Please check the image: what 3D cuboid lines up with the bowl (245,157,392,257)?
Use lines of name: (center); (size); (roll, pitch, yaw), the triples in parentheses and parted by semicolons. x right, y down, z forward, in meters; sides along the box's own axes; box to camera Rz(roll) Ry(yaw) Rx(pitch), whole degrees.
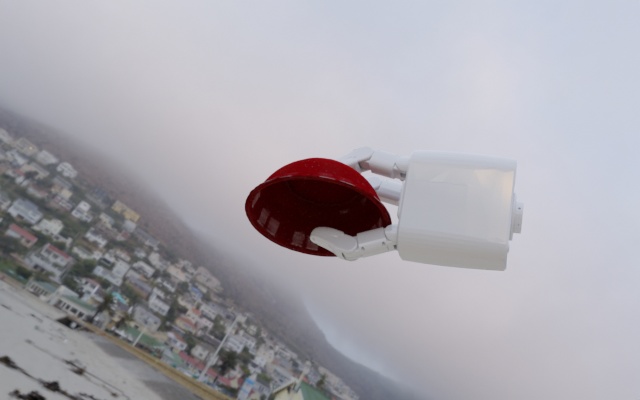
bowl: (-0.001, 0.001, 0.536); (0.162, 0.055, 0.162); (6, -34, 4)
